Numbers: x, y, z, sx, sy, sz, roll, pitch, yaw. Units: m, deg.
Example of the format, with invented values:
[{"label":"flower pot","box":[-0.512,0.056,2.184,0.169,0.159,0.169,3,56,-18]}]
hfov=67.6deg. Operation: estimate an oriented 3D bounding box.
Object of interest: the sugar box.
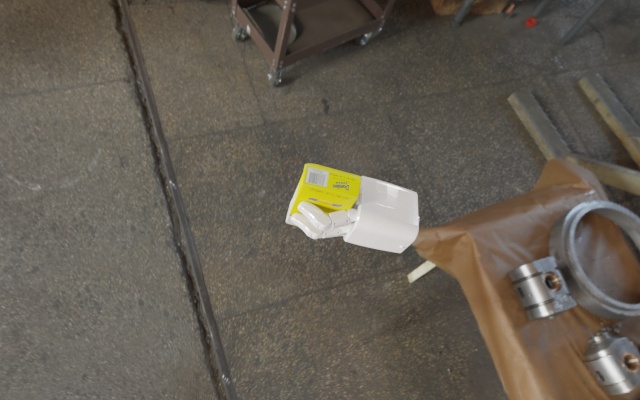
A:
[{"label":"sugar box","box":[0.000,0.003,0.814,0.093,0.048,0.176,14,-28,-6]}]
